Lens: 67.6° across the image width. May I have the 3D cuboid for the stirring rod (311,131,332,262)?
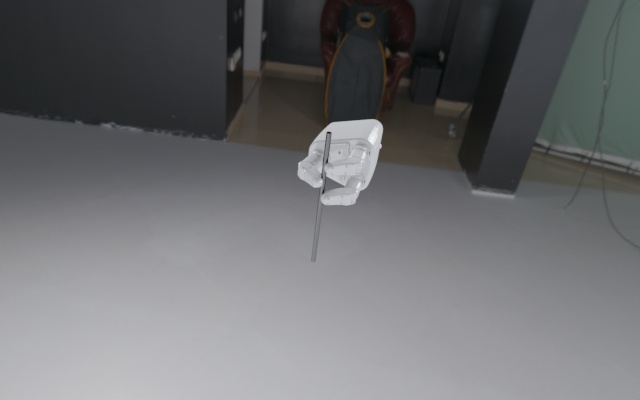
[{"bbox_3d":[0.000,0.003,0.759,0.011,0.240,0.011,5,32,-3],"label":"stirring rod"}]
